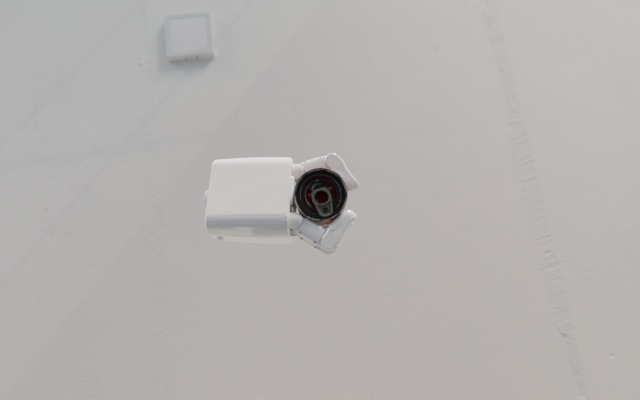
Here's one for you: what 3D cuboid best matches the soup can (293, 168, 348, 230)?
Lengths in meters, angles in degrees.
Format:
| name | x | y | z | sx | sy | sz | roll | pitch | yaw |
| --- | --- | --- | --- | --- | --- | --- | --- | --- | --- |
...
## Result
| name | x | y | z | sx | sy | sz | roll | pitch | yaw |
| --- | --- | --- | --- | --- | --- | --- | --- | --- | --- |
| soup can | 0.001 | 0.002 | 0.644 | 0.068 | 0.068 | 0.102 | 0 | -12 | 0 |
